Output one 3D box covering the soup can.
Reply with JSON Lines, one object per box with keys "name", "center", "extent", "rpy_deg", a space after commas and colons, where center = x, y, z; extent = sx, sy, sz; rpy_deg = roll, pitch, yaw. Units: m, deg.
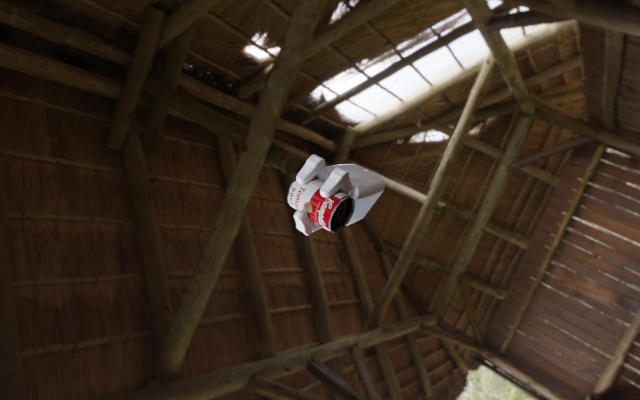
{"name": "soup can", "center": [0.000, 0.003, 0.833], "extent": [0.102, 0.068, 0.068], "rpy_deg": [30, 16, 30]}
